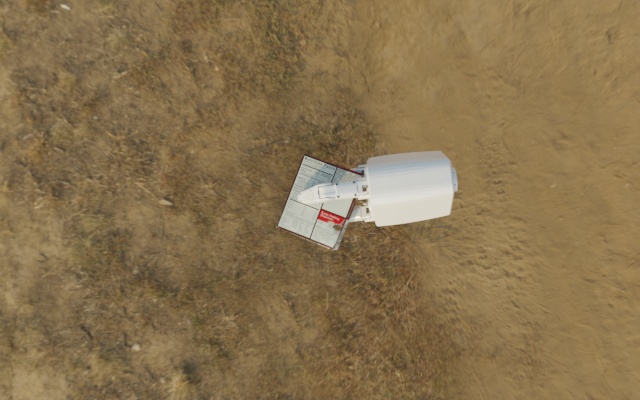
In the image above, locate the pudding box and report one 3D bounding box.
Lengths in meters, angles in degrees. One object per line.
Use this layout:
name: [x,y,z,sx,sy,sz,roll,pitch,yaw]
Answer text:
pudding box: [0.000,0.002,0.665,0.090,0.113,0.039,21,-2,9]
